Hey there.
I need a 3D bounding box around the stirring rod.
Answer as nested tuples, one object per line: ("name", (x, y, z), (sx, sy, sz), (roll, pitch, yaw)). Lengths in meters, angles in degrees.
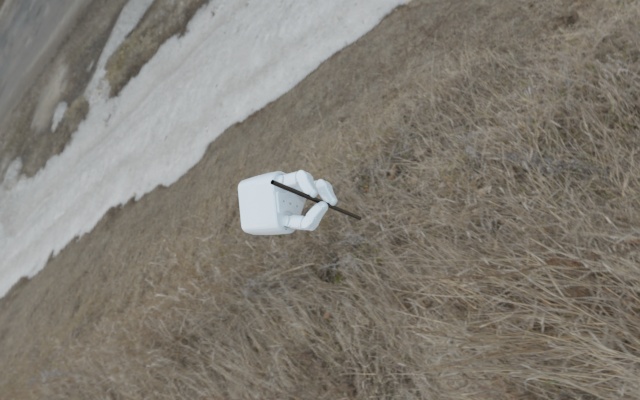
("stirring rod", (0.000, 0.003, 0.847), (0.011, 0.011, 0.239), (0, -16, 42))
